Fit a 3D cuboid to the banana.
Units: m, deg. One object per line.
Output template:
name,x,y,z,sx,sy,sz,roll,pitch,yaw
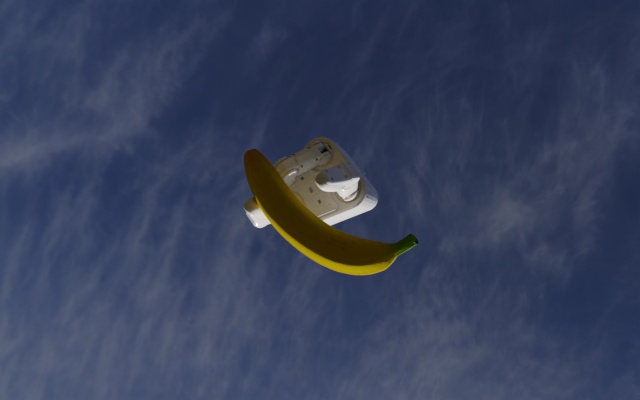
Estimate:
banana,-0.006,0.020,0.467,0.198,0.069,0.037,29,5,19
